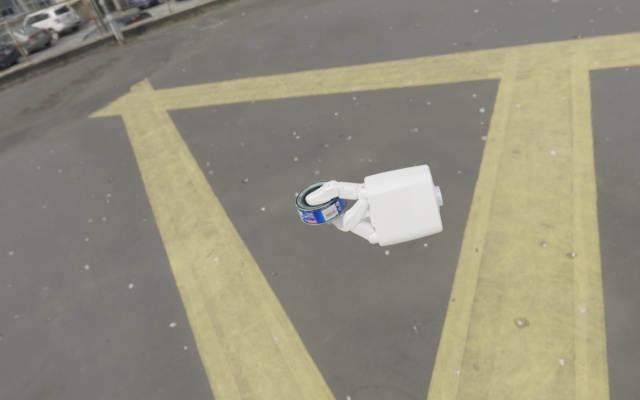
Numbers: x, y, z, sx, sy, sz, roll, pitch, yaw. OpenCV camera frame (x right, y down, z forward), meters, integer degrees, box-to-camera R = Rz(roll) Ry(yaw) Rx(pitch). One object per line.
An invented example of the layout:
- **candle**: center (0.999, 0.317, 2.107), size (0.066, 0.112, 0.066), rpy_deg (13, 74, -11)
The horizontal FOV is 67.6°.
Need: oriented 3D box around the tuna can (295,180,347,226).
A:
- **tuna can**: center (0.000, 0.002, 0.828), size (0.086, 0.034, 0.086), rpy_deg (-16, 34, 11)
